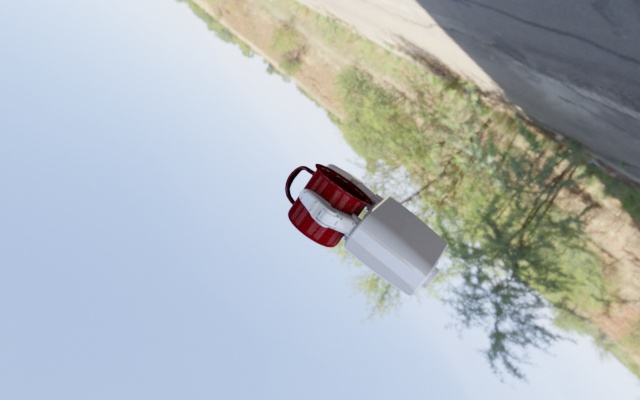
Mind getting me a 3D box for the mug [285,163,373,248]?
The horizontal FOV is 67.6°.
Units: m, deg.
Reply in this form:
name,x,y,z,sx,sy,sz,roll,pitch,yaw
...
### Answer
name,x,y,z,sx,sy,sz,roll,pitch,yaw
mug,-0.001,0.001,0.647,0.117,0.081,0.093,38,13,13
